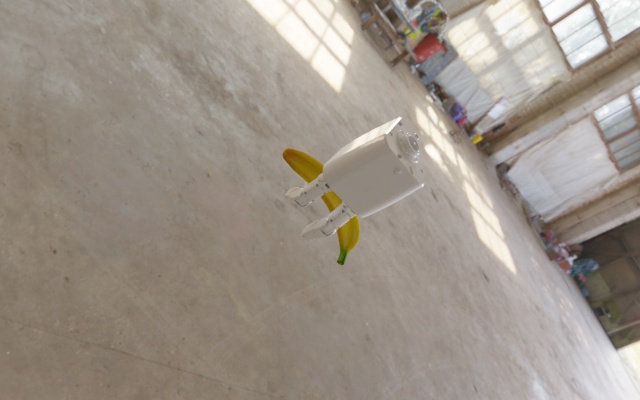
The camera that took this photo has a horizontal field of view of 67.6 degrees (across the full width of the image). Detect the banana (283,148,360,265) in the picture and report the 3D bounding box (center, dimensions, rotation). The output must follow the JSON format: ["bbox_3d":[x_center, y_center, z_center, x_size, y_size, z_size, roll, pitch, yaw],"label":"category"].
[{"bbox_3d":[0.012,-0.002,0.739,0.037,0.198,0.069,-22,9,43],"label":"banana"}]
